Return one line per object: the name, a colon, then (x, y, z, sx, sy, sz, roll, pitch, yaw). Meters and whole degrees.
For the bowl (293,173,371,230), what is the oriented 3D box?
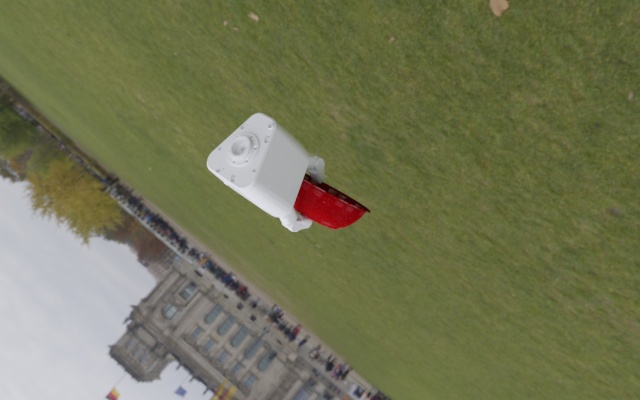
bowl: (0.001, 0.003, 0.794, 0.162, 0.055, 0.162, 27, 6, -3)
